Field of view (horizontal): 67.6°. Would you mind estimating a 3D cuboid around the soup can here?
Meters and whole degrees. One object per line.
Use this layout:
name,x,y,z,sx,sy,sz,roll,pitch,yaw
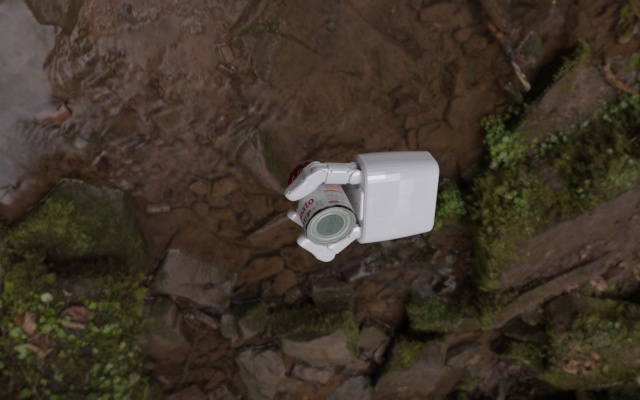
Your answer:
soup can,0.000,0.002,0.629,0.068,0.068,0.102,0,38,-21
